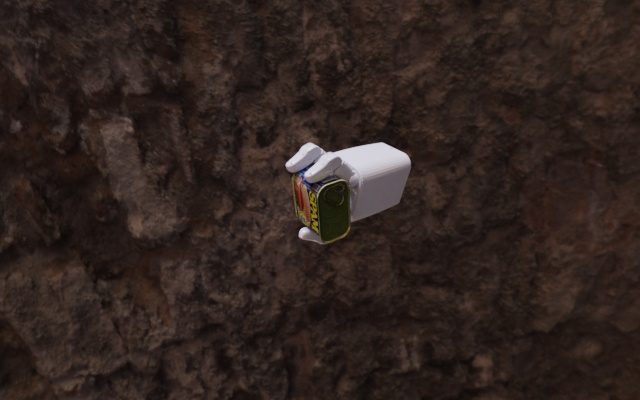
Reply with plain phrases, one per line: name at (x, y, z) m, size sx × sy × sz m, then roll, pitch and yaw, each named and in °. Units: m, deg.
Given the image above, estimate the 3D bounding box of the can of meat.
can of meat at (0.000, 0.002, 0.749) m, size 0.057 × 0.102 × 0.084 m, roll -20°, pitch 33°, yaw -26°
